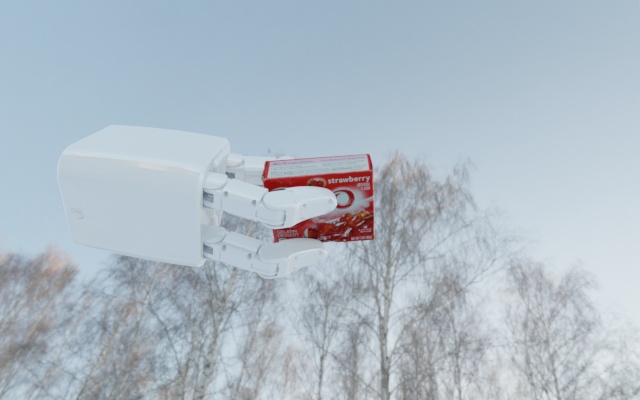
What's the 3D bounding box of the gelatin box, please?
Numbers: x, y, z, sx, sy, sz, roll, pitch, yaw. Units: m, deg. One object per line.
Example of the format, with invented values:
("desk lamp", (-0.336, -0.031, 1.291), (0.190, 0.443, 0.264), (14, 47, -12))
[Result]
("gelatin box", (0.000, 0.001, 0.401), (0.089, 0.073, 0.030), (-4, 37, 2))
